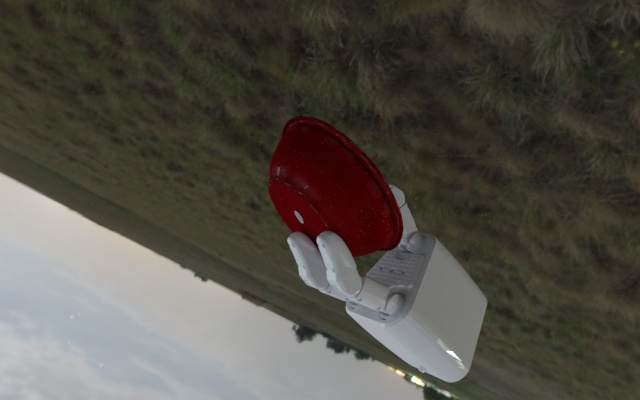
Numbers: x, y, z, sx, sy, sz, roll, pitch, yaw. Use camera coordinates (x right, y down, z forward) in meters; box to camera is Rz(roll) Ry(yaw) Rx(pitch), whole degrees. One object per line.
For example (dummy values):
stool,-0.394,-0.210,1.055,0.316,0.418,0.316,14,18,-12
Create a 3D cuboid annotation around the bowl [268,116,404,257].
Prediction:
bowl,-0.001,0.001,0.459,0.055,0.162,0.162,-40,17,-22
